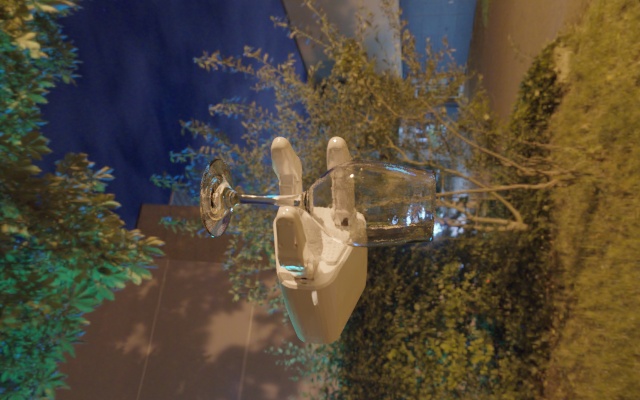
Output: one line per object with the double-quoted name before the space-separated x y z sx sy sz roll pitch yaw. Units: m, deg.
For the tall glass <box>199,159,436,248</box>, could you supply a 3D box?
"tall glass" -0.001 0.001 0.431 0.201 0.079 0.079 2 0 12
